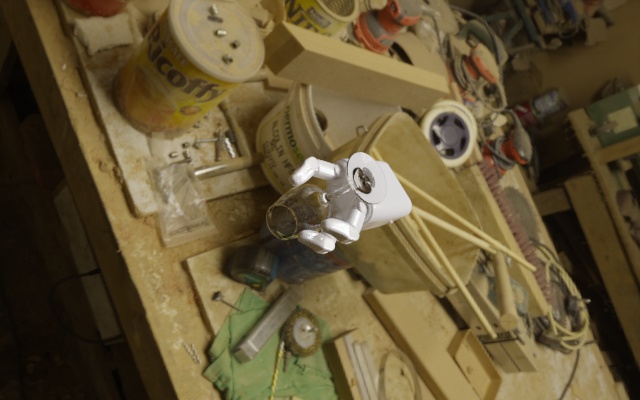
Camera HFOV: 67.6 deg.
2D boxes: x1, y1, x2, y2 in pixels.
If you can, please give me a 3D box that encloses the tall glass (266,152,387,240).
[{"bbox_3d":[0.000,0.002,0.706,0.079,0.079,0.201,0,-19,-42],"label":"tall glass"}]
